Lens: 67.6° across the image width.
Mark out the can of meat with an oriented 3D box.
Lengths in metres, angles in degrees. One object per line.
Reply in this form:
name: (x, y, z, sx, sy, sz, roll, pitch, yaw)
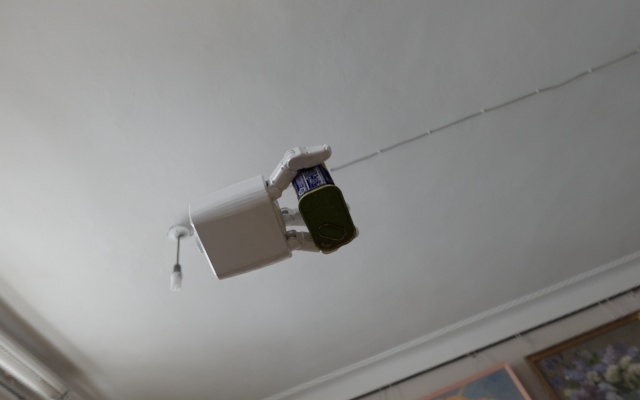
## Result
can of meat: (0.000, 0.002, 0.633, 0.057, 0.102, 0.084, -23, 37, 0)
